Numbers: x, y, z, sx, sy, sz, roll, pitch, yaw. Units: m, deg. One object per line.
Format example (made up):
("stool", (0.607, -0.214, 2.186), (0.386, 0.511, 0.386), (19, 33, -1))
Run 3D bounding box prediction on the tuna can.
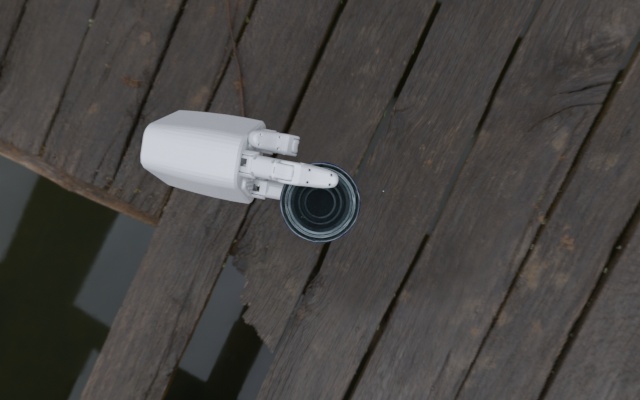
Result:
("tuna can", (0.000, 0.002, 0.508), (0.086, 0.086, 0.034), (0, 2, 2))
